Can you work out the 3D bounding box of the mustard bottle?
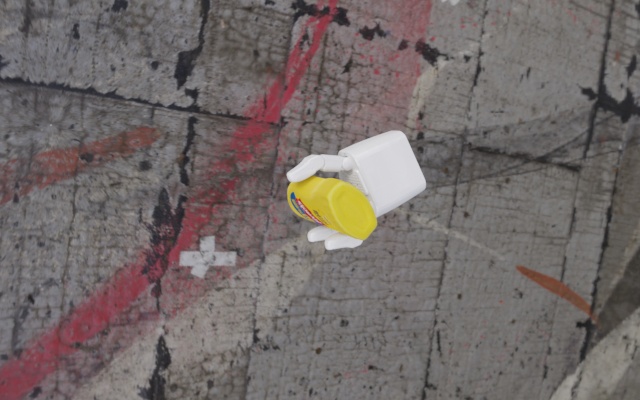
[{"bbox_3d":[0.000,0.003,0.729,0.096,0.058,0.191,47,-15,-26],"label":"mustard bottle"}]
